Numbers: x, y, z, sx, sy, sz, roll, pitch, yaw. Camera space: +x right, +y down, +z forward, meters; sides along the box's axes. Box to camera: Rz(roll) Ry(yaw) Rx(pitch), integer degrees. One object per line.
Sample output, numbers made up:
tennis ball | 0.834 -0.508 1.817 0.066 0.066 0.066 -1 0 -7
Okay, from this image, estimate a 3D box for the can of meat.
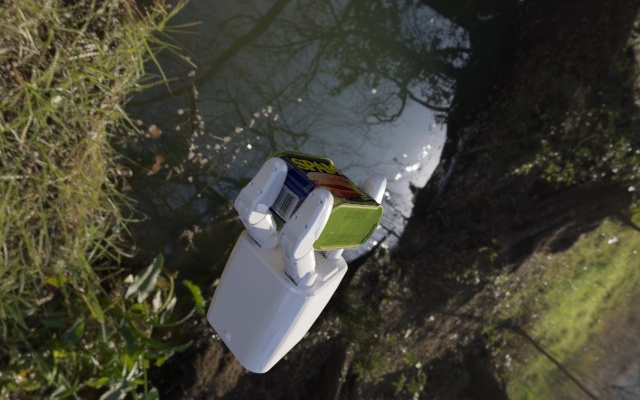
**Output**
can of meat | 0.000 0.002 0.451 0.084 0.057 0.102 41 21 31
